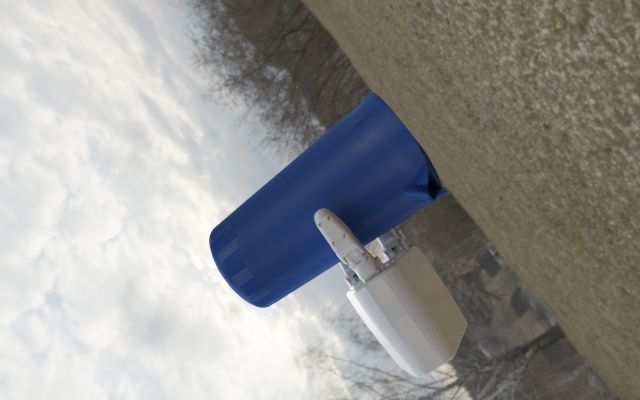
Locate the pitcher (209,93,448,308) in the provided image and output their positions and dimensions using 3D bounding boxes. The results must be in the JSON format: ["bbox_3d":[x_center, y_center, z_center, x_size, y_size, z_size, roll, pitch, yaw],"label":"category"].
[{"bbox_3d":[0.000,0.002,0.526,0.243,0.145,0.149,-36,-6,7],"label":"pitcher"}]
